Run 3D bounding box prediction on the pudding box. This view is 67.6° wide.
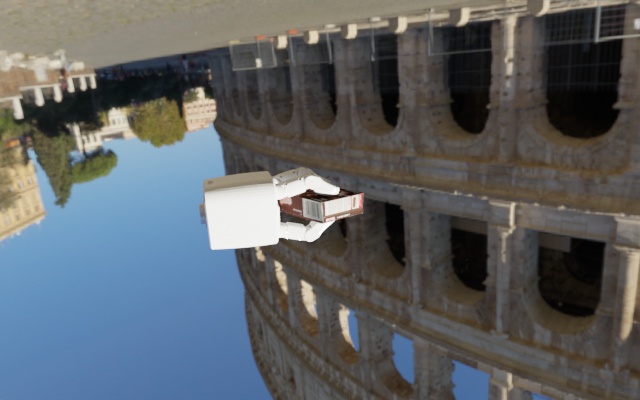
[{"bbox_3d":[0.000,0.003,0.779,0.090,0.039,0.113,-14,20,-39],"label":"pudding box"}]
